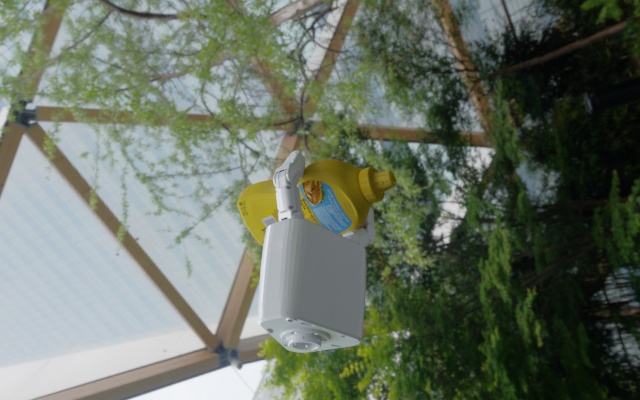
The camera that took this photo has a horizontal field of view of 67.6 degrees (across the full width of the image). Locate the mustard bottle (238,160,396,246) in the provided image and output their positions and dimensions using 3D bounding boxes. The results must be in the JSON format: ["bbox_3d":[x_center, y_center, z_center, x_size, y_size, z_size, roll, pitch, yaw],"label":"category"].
[{"bbox_3d":[0.000,0.002,0.573,0.191,0.096,0.058,-18,27,28],"label":"mustard bottle"}]
